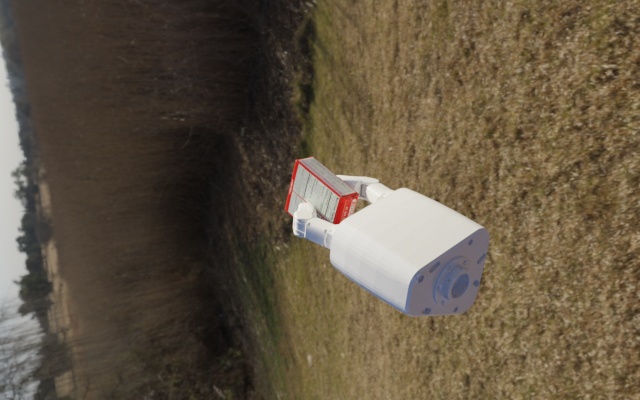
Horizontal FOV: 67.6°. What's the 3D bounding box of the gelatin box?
[{"bbox_3d":[0.000,0.002,0.560,0.030,0.073,0.089,-15,42,-39],"label":"gelatin box"}]
